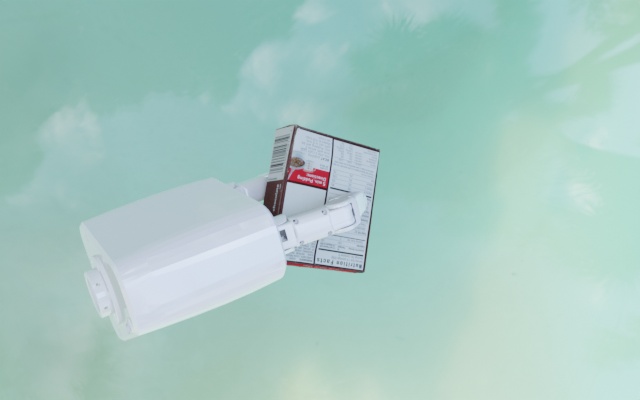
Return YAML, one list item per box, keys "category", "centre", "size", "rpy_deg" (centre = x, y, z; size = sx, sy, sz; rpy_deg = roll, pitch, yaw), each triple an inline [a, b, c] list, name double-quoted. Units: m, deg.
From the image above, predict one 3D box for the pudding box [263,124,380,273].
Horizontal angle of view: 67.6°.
- category: "pudding box"
  centre: [0.000, 0.001, 0.405]
  size: [0.090, 0.113, 0.039]
  rpy_deg: [12, -6, -30]
